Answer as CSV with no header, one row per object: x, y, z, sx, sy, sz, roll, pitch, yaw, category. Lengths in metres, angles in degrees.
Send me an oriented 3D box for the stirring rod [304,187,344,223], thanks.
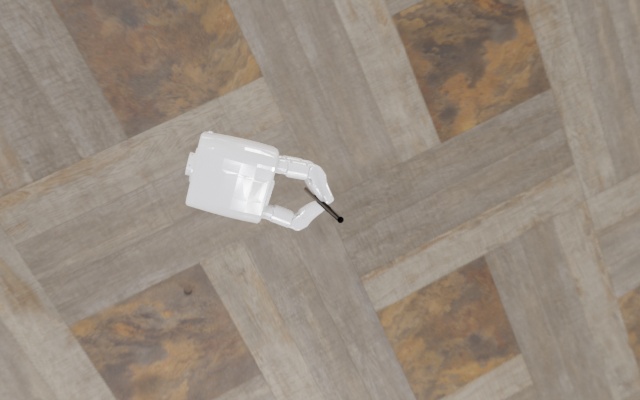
0.000,0.002,0.686,0.011,0.011,0.239,0,10,-12,stirring rod
